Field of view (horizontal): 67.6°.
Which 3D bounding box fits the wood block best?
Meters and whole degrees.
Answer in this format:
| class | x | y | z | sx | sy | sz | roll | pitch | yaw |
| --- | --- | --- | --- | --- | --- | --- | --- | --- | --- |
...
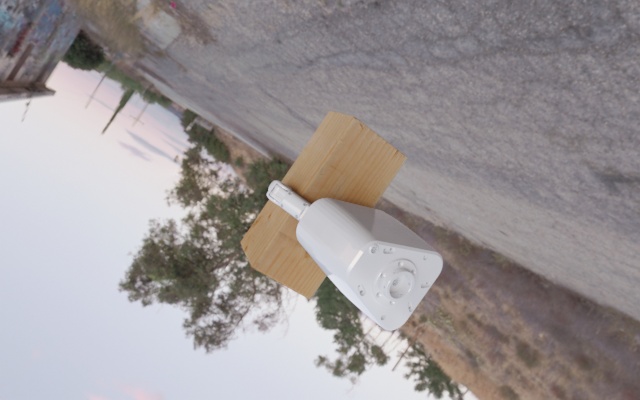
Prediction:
| class | x | y | z | sx | sy | sz | roll | pitch | yaw |
| --- | --- | --- | --- | --- | --- | --- | --- | --- | --- |
| wood block | 0.000 | 0.002 | 0.590 | 0.091 | 0.206 | 0.090 | 34 | 2 | -23 |
